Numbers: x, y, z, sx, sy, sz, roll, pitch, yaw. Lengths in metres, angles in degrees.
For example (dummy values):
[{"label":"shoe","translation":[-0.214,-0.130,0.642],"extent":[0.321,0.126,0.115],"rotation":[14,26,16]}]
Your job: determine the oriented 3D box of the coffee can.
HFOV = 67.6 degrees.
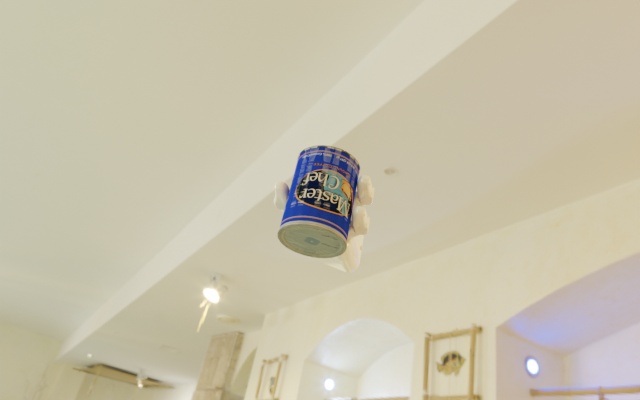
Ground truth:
[{"label":"coffee can","translation":[0.000,0.002,0.725],"extent":[0.103,0.140,0.103],"rotation":[9,-31,6]}]
